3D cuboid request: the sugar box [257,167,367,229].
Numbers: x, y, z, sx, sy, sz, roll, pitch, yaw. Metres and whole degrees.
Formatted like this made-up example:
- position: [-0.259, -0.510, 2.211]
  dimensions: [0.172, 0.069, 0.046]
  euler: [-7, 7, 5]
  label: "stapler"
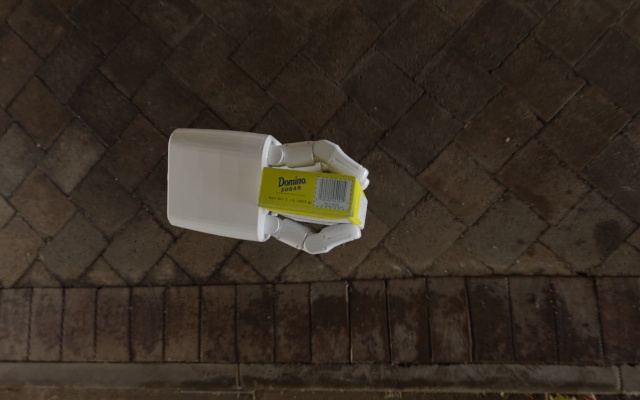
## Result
- position: [0.000, 0.001, 0.526]
  dimensions: [0.093, 0.048, 0.176]
  euler: [7, -3, 9]
  label: "sugar box"
